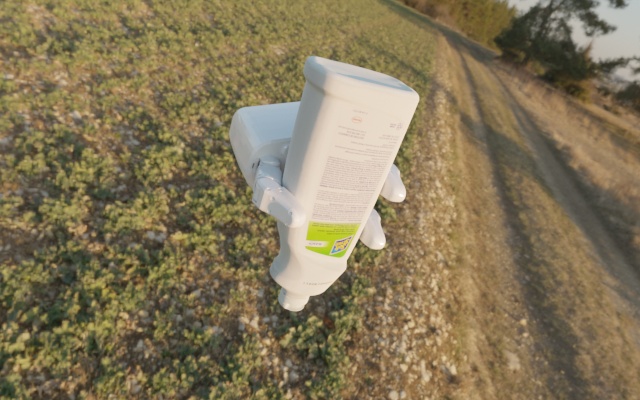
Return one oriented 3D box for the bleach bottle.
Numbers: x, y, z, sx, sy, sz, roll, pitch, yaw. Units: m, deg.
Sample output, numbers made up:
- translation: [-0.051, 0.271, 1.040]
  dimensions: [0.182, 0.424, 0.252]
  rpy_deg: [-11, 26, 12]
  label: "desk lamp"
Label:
- translation: [0.000, 0.001, 0.454]
  dimensions: [0.102, 0.251, 0.068]
  rpy_deg: [6, 28, -27]
  label: "bleach bottle"
